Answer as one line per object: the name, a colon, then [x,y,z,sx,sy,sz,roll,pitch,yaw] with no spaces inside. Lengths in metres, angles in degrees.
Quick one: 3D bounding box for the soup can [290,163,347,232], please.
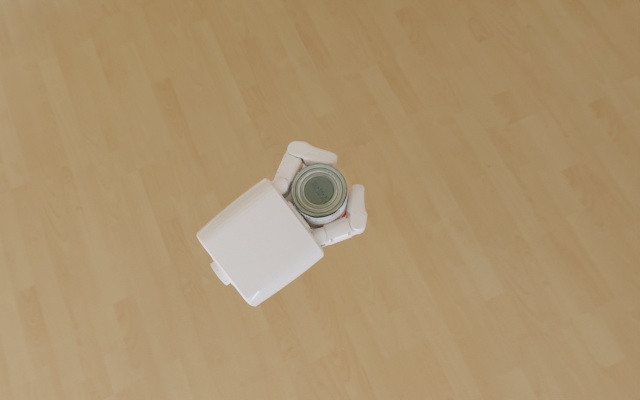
soup can: [0.001,0.002,0.596,0.068,0.068,0.102,0,-17,3]
